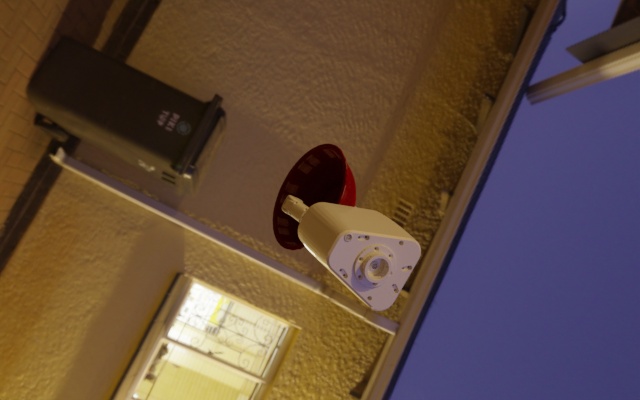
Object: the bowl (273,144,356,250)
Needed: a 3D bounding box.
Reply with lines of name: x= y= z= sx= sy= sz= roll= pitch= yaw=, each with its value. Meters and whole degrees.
bowl: x=0.000 y=0.002 z=0.688 sx=0.055 sy=0.162 sz=0.162 roll=26 pitch=-15 yaw=-34
